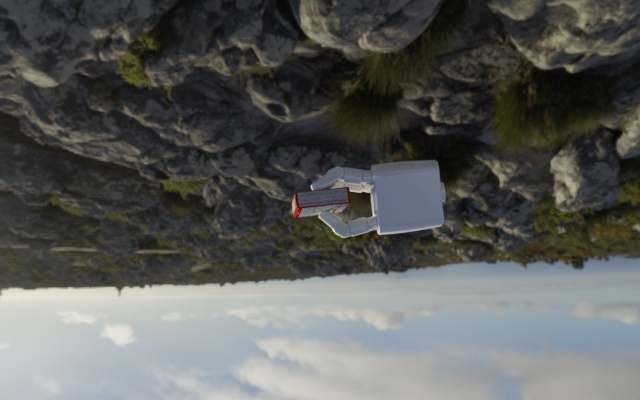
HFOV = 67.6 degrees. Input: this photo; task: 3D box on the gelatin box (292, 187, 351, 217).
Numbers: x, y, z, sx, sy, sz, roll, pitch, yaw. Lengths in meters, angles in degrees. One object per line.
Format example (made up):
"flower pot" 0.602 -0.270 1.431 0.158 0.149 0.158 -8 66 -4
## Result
"gelatin box" 0.000 0.003 0.787 0.089 0.030 0.073 -7 -12 -9
